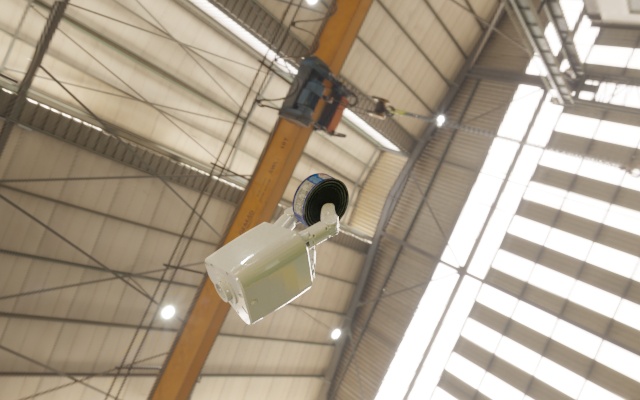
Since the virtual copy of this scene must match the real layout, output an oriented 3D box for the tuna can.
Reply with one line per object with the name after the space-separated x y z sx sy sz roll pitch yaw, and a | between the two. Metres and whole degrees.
0.000 0.002 0.725 0.086 0.086 0.033 0 21 -41 | tuna can
